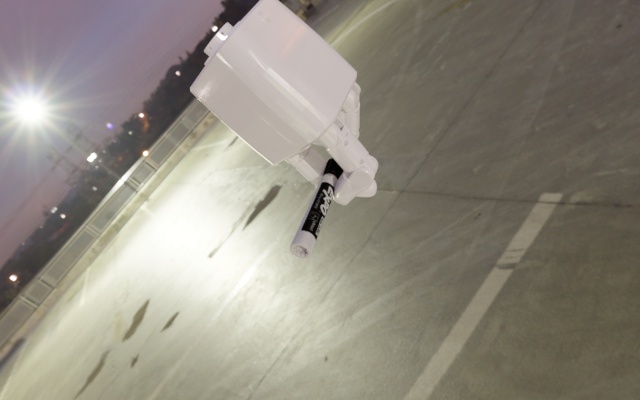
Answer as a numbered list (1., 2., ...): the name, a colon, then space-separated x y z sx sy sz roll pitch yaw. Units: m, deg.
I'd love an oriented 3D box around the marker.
1. marker: 0.000 0.001 0.440 0.020 0.020 0.121 0 43 23
